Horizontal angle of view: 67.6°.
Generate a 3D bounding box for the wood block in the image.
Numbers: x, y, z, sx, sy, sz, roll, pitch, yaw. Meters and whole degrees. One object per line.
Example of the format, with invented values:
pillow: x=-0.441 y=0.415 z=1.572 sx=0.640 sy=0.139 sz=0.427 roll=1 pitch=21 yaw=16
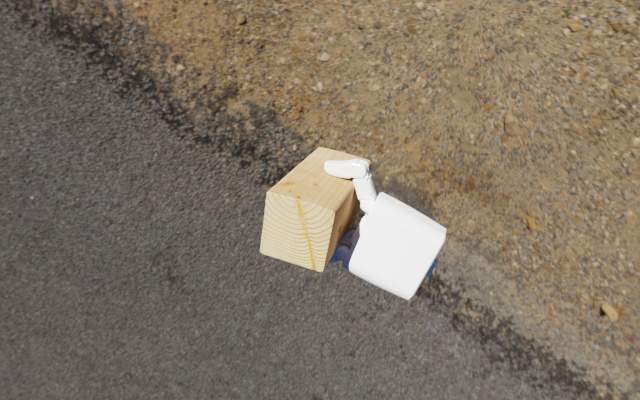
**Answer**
wood block: x=0.000 y=0.002 z=0.676 sx=0.090 sy=0.091 sz=0.206 roll=16 pitch=25 yaw=12
